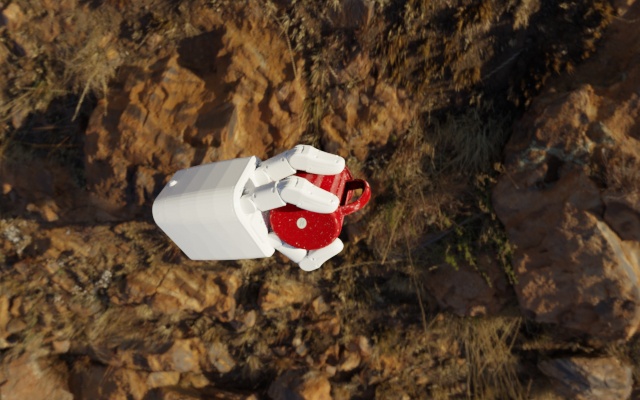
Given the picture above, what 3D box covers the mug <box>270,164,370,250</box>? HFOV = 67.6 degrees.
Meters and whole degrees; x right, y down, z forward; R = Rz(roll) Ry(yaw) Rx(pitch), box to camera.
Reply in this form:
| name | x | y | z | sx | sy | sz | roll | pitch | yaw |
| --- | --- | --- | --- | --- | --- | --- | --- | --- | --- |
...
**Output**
| name | x | y | z | sx | sy | sz | roll | pitch | yaw |
| --- | --- | --- | --- | --- | --- | --- | --- | --- | --- |
| mug | 0.001 | 0.002 | 0.551 | 0.117 | 0.093 | 0.081 | -7 | 35 | 17 |
